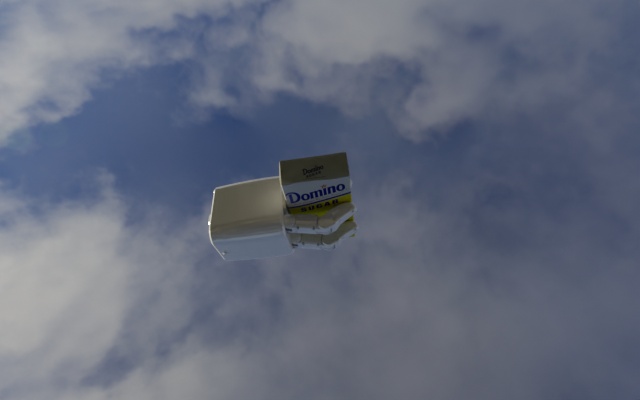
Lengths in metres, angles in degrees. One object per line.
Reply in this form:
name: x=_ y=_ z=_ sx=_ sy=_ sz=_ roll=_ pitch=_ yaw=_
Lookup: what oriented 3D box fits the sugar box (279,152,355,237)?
sugar box: x=0.000 y=0.003 z=0.696 sx=0.093 sy=0.048 sz=0.176 roll=-8 pitch=-29 yaw=3
